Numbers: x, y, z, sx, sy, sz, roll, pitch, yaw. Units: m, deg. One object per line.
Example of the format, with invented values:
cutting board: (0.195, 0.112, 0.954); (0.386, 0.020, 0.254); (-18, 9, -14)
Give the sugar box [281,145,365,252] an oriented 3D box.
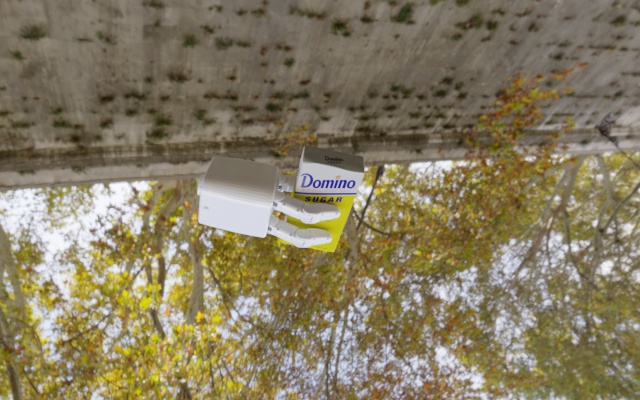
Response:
sugar box: (0.000, 0.003, 0.743); (0.093, 0.048, 0.176); (10, -46, -8)
